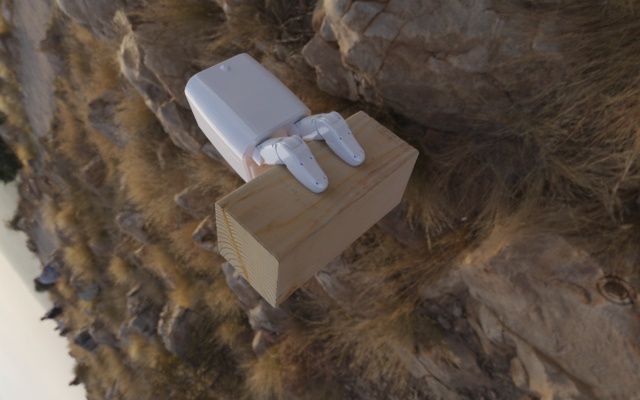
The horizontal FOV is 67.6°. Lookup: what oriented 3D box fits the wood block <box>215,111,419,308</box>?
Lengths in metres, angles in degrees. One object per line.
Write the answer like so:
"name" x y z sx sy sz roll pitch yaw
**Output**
"wood block" 0.000 0.002 0.507 0.090 0.091 0.206 40 56 21
